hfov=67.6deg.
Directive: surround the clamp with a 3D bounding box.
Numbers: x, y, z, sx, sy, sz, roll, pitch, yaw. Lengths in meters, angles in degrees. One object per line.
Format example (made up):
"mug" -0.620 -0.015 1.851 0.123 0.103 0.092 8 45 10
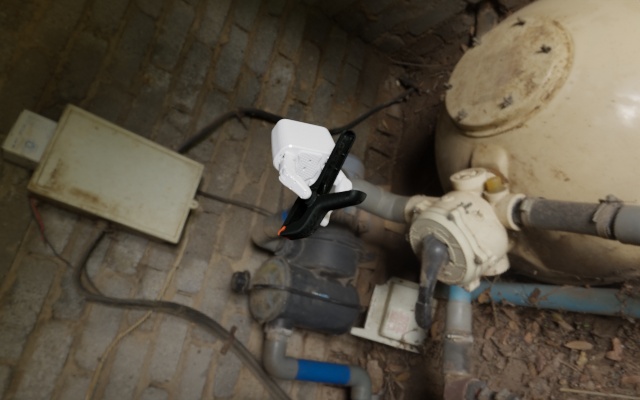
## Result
"clamp" -0.001 0.002 0.767 0.036 0.210 0.164 27 28 -24
